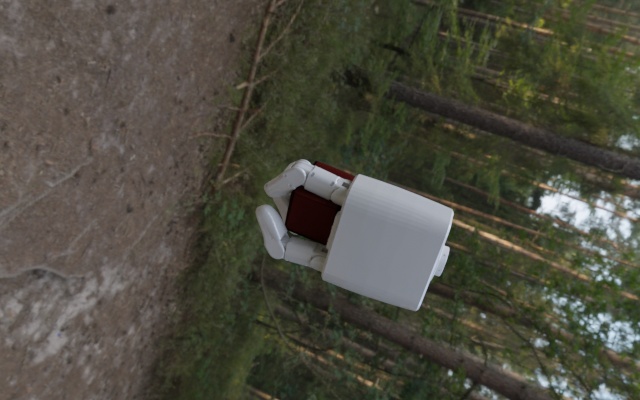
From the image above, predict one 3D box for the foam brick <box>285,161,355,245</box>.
[{"bbox_3d":[0.000,0.001,0.532,0.051,0.053,0.078,20,36,9],"label":"foam brick"}]
